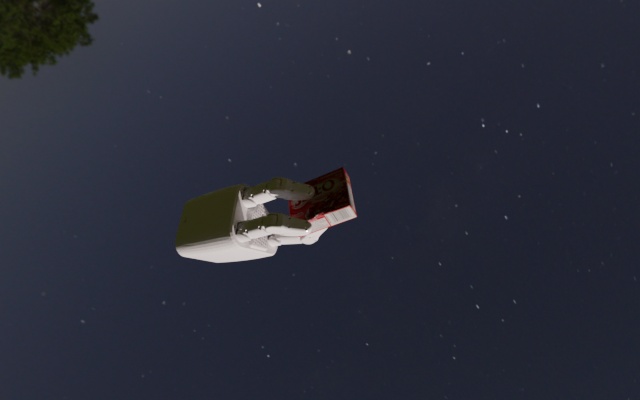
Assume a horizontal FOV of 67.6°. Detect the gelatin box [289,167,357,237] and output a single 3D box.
[{"bbox_3d":[0.001,0.002,0.655,0.089,0.073,0.030,-21,-44,15],"label":"gelatin box"}]
